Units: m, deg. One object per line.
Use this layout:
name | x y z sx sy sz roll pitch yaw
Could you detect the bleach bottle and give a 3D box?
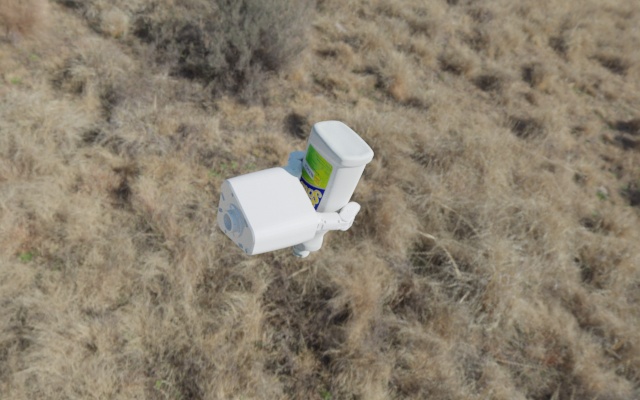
bleach bottle | 0.000 0.002 0.768 0.068 0.251 0.102 -12 47 -34
